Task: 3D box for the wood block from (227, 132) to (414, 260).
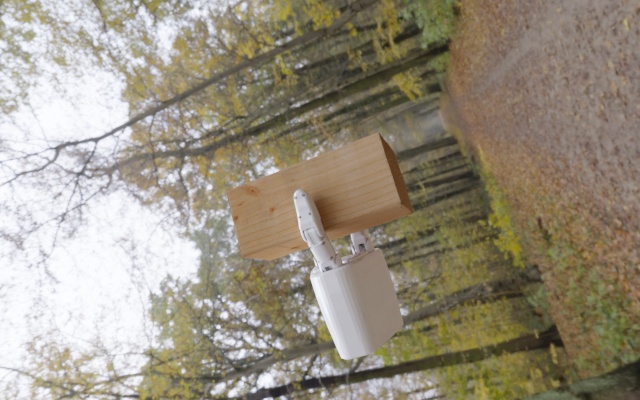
[{"bbox_3d":[0.000,0.002,0.603,0.206,0.090,0.091,-20,-15,16],"label":"wood block"}]
